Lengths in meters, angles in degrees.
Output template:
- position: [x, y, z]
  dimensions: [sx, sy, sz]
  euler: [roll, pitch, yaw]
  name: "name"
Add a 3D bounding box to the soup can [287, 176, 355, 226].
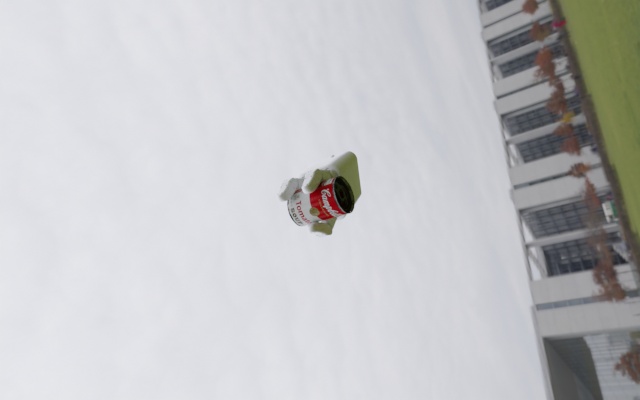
- position: [0.000, 0.003, 0.849]
  dimensions: [0.102, 0.068, 0.068]
  euler: [-17, -9, 30]
  name: "soup can"
